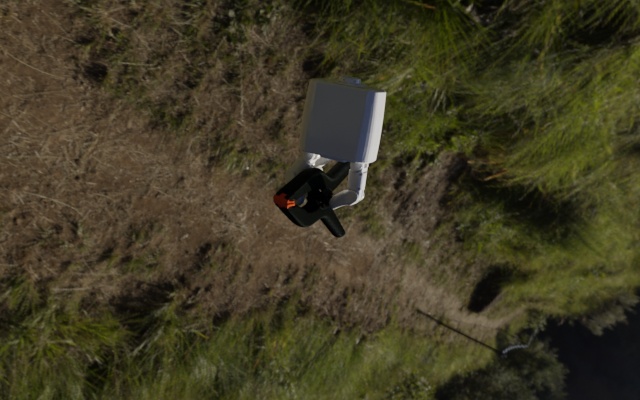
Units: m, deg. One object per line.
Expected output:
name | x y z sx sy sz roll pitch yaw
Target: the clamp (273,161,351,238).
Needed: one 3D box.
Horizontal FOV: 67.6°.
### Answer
clamp | 0.000 0.003 0.765 0.036 0.165 0.210 21 22 31
